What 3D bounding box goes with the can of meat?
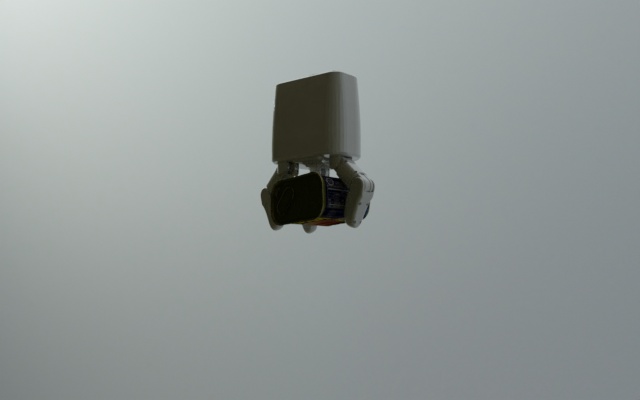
[{"bbox_3d":[0.000,0.002,0.605,0.084,0.057,0.102,6,-12,-41],"label":"can of meat"}]
